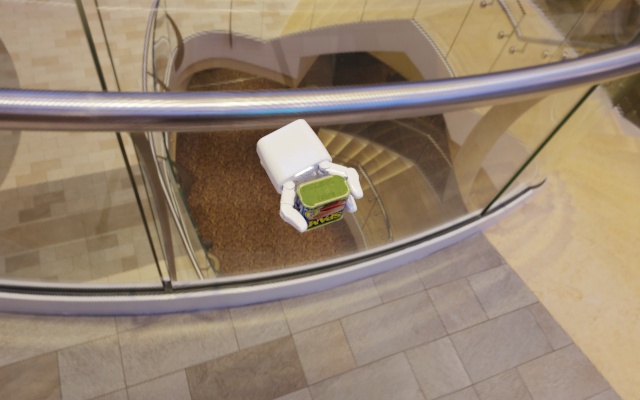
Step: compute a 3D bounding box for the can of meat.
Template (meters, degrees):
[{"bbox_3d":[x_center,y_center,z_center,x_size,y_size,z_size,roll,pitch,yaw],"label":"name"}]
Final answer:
[{"bbox_3d":[0.000,0.003,0.876,0.102,0.057,0.084,-18,-27,-20],"label":"can of meat"}]
